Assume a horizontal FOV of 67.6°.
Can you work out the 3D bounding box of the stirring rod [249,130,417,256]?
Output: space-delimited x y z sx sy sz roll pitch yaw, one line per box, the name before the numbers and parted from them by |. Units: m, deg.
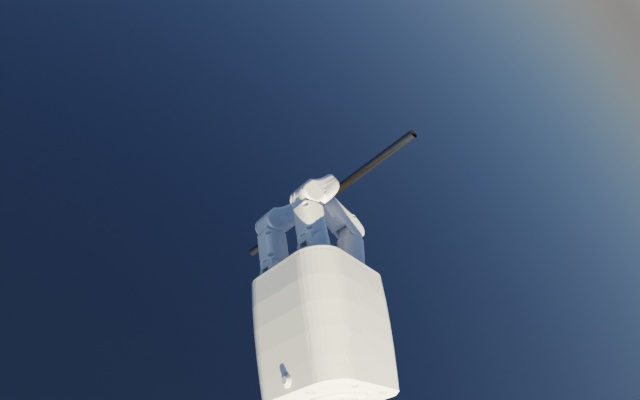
stirring rod | 0.000 0.002 0.469 0.011 0.011 0.240 0 -28 -47
